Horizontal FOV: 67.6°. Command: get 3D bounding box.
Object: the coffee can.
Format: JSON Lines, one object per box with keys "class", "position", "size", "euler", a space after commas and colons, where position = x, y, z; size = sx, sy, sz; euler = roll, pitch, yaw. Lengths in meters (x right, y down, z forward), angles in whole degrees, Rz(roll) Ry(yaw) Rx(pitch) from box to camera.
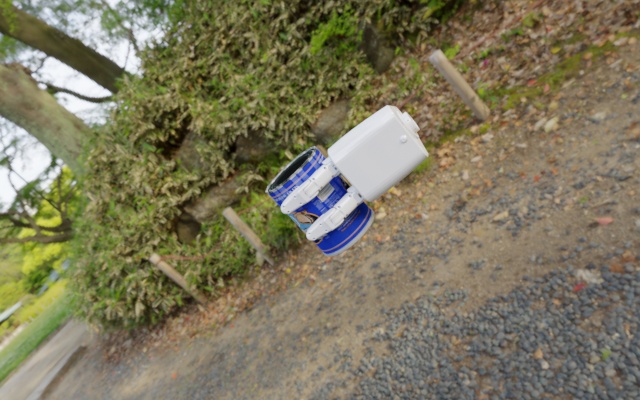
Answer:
{"class": "coffee can", "position": [0.000, 0.003, 0.737], "size": [0.103, 0.140, 0.102], "euler": [-39, 15, 12]}
